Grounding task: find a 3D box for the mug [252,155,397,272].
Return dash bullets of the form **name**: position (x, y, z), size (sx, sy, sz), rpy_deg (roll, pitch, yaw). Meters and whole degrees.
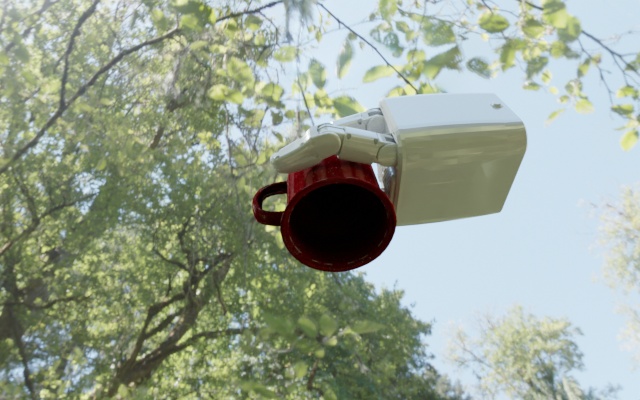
- **mug**: position (-0.001, 0.001, 0.413), size (0.117, 0.093, 0.081), rpy_deg (-4, 33, -2)
